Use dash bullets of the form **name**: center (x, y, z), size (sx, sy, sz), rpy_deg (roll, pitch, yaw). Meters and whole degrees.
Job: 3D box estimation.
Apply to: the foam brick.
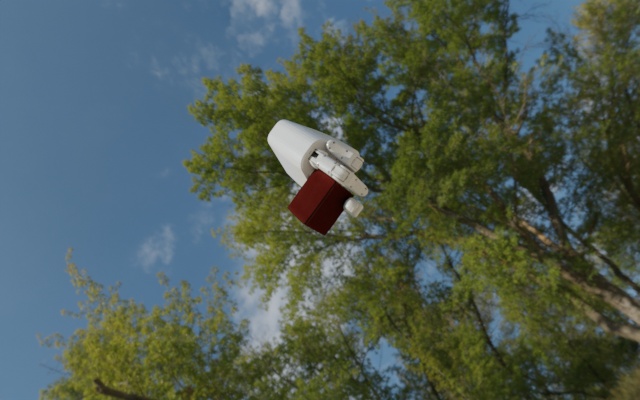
- **foam brick**: center (0.000, 0.003, 0.711), size (0.051, 0.078, 0.053), rpy_deg (37, 1, 41)
